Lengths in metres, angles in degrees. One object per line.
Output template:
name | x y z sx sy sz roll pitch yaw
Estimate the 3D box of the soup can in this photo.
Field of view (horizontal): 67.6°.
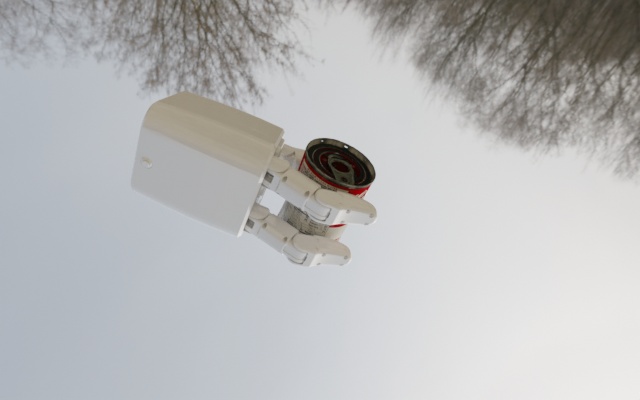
soup can | 0.000 0.002 0.454 0.068 0.102 0.068 17 36 -13
